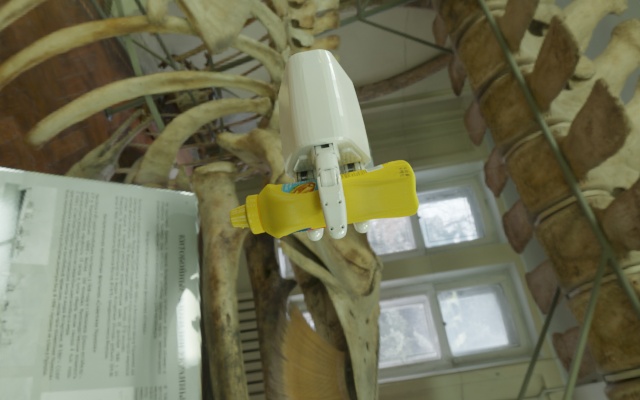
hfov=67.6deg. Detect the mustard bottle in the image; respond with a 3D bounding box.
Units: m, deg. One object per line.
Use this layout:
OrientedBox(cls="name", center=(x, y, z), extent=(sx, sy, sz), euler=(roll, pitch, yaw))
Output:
OrientedBox(cls="mustard bottle", center=(0.000, 0.002, 0.500), extent=(0.191, 0.058, 0.096), euler=(-10, 9, 2))
